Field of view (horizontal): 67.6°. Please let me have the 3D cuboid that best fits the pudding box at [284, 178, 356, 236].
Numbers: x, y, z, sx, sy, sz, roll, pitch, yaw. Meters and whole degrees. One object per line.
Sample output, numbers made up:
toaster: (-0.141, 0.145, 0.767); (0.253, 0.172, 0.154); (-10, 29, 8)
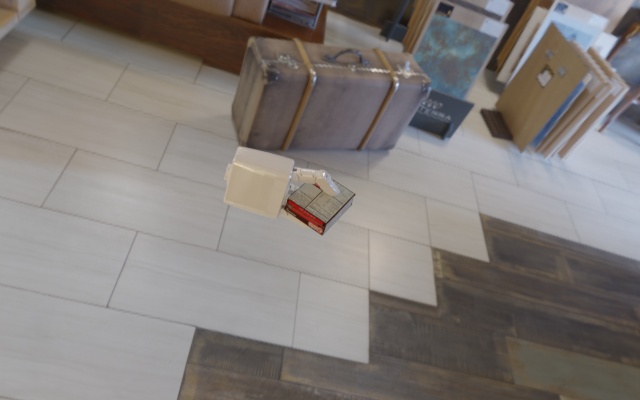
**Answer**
pudding box: (0.000, 0.003, 0.899); (0.090, 0.039, 0.113); (35, 48, 13)
